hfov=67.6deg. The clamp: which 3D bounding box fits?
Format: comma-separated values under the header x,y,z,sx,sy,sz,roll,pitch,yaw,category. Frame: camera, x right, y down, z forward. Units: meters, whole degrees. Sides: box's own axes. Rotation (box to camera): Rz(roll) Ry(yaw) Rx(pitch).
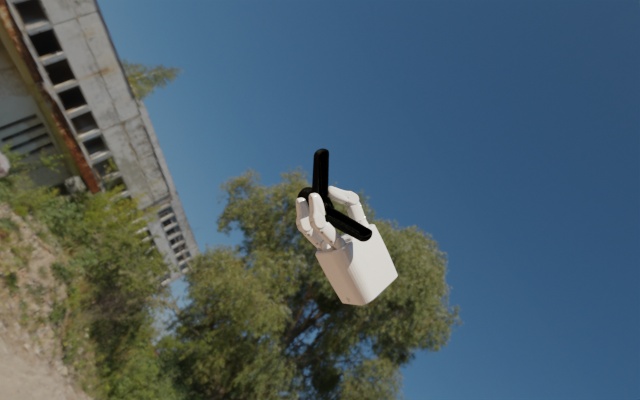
x,y,z,sx,sy,sz,roll,pitch,yaw,category
0.001,0.003,0.838,0.036,0.164,0.210,-26,4,-27,clamp
